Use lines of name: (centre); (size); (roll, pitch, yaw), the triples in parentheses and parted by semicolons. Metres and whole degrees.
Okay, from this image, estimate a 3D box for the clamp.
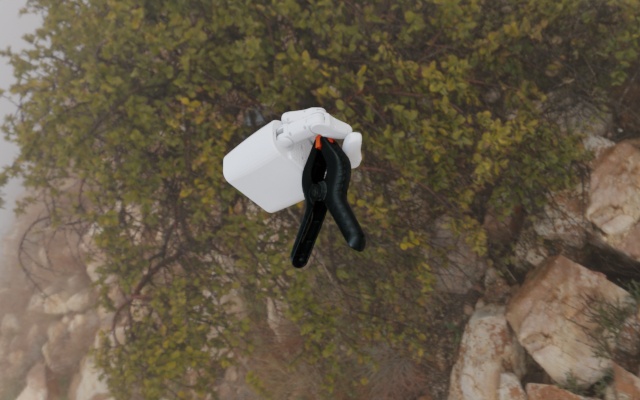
clamp: (0.000, 0.002, 0.601); (0.120, 0.171, 0.039); (-27, -36, 34)
